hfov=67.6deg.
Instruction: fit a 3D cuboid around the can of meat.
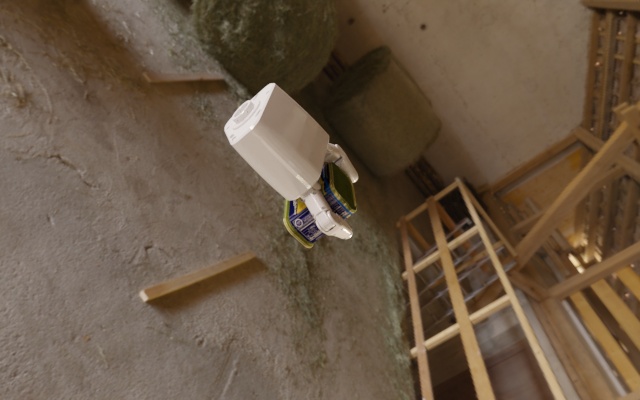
[{"bbox_3d":[0.000,0.002,0.652,0.084,0.057,0.102,-37,25,19],"label":"can of meat"}]
